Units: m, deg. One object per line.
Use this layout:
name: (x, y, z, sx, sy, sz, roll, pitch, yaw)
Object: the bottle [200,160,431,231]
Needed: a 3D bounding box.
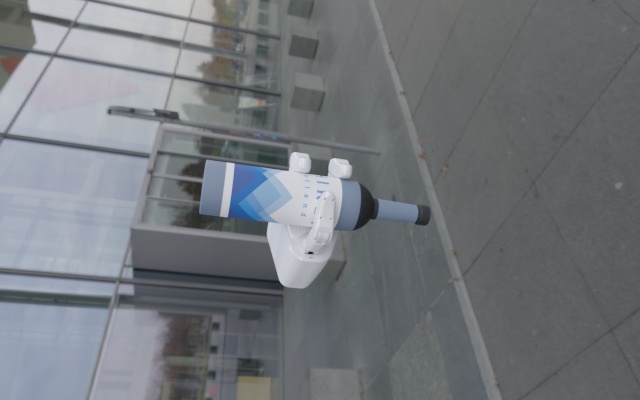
bottle: (0.000, 0.002, 0.610, 0.296, 0.069, 0.069, 7, -2, -13)
